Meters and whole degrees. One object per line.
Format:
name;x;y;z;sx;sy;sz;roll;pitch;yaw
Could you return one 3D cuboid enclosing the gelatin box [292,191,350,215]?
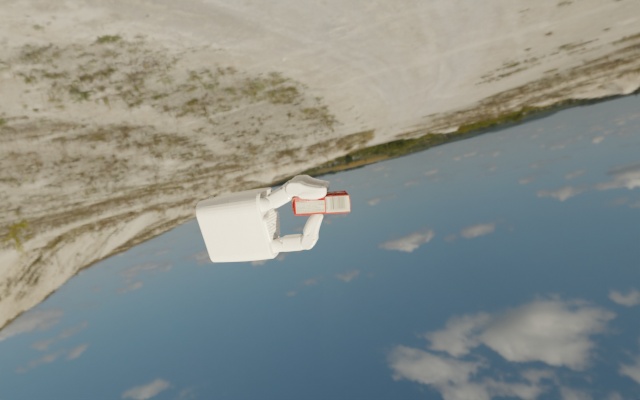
gelatin box;0.000;0.003;0.760;0.089;0.030;0.073;-3;6;-1
